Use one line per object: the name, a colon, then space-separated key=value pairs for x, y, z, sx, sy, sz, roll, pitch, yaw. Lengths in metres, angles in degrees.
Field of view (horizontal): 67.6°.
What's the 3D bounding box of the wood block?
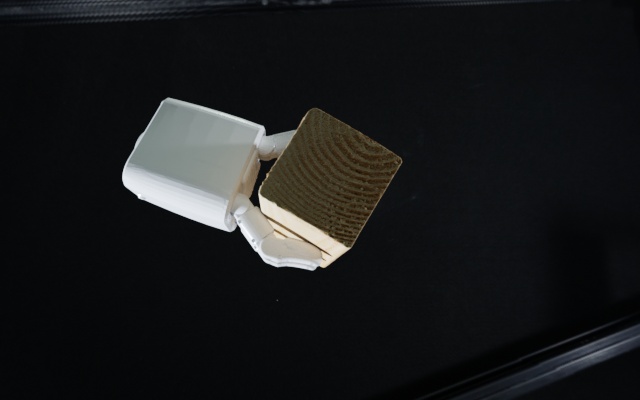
wood block: x=0.000 y=0.001 z=0.485 sx=0.090 sy=0.091 sz=0.206 roll=31 pitch=-13 yaw=2
